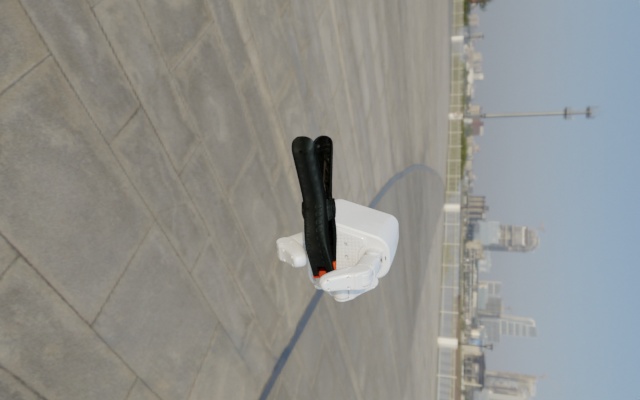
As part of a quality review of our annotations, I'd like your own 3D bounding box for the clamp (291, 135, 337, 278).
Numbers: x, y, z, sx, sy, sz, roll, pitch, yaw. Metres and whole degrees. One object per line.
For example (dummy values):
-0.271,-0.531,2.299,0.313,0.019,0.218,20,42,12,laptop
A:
0.001,0.002,0.557,0.039,0.171,0.120,1,17,18,clamp
